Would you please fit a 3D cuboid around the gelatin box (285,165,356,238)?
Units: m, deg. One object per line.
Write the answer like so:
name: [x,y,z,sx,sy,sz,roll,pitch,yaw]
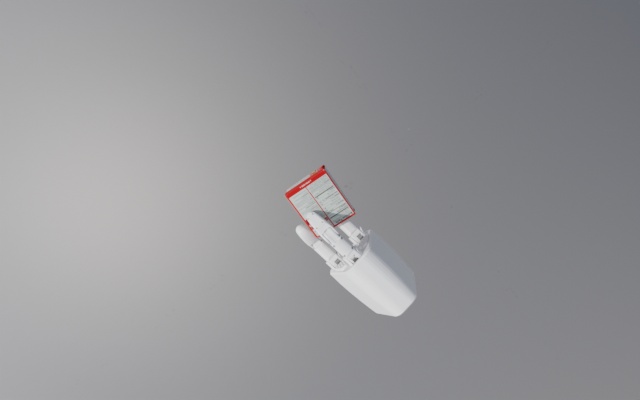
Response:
gelatin box: [0.000,0.002,0.733,0.073,0.089,0.030,-33,16,10]
